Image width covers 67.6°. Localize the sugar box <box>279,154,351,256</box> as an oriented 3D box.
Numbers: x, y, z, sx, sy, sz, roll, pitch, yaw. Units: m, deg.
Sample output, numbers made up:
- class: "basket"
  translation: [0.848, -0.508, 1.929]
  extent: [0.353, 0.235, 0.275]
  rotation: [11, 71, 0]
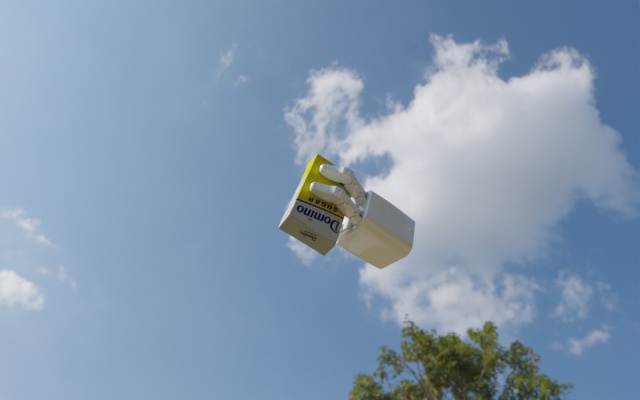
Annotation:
- class: "sugar box"
  translation: [0.001, 0.002, 0.827]
  extent: [0.093, 0.176, 0.048]
  rotation: [32, -51, -10]
